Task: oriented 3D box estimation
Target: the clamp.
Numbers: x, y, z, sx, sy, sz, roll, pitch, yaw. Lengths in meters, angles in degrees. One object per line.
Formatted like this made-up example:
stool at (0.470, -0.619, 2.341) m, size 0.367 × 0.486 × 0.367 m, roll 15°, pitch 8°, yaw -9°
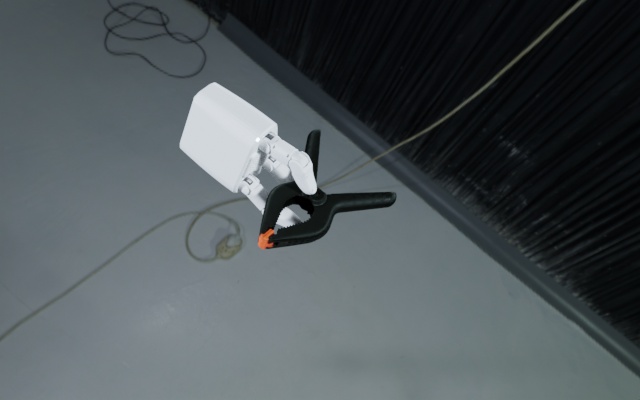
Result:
clamp at (0.000, 0.002, 0.659) m, size 0.164 × 0.210 × 0.036 m, roll 35°, pitch -35°, yaw 9°
